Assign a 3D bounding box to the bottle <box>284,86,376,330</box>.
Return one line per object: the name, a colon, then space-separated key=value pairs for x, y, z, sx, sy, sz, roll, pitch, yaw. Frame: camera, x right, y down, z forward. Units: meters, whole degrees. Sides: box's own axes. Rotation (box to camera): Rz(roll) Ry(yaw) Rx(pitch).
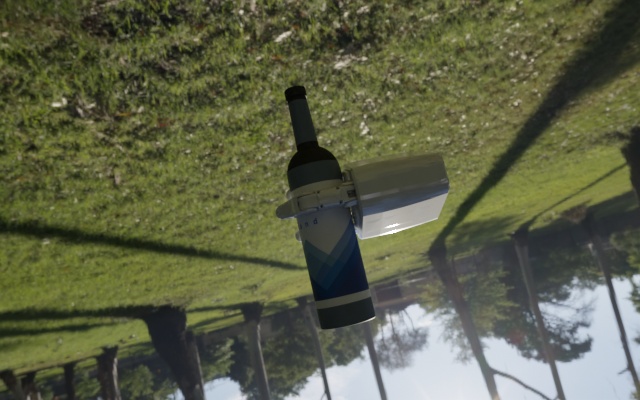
bottle: x=0.000 y=0.002 z=0.582 sx=0.069 sy=0.295 sz=0.069 roll=-13 pitch=-8 yaw=-2
